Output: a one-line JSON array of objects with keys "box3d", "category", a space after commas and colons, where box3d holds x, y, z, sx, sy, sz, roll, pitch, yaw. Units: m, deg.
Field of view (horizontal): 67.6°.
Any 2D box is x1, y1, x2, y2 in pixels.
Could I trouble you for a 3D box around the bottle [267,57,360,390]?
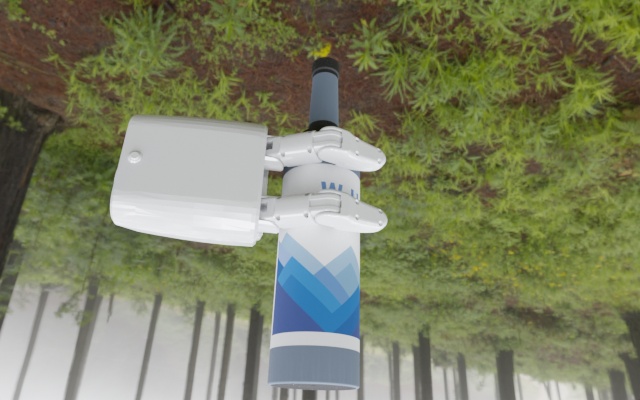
[{"box3d": [0.000, 0.002, 0.406, 0.069, 0.295, 0.069, 2, -25, 1], "category": "bottle"}]
